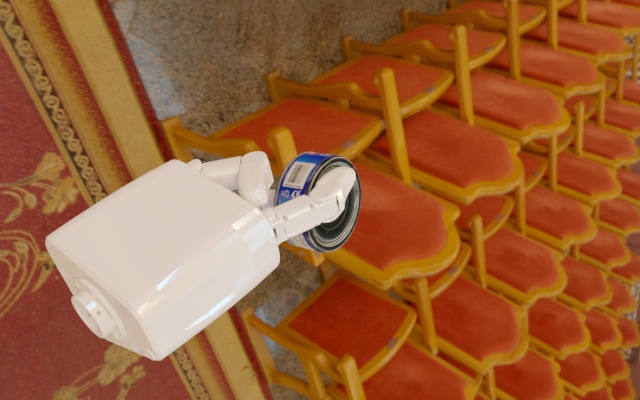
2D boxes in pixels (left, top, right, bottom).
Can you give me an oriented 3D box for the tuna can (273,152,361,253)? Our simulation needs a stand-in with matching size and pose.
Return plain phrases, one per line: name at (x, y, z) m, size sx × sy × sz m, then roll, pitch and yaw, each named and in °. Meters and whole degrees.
tuna can at (0.001, 0.001, 0.417) m, size 0.034 × 0.086 × 0.086 m, roll 10°, pitch 6°, yaw 36°
